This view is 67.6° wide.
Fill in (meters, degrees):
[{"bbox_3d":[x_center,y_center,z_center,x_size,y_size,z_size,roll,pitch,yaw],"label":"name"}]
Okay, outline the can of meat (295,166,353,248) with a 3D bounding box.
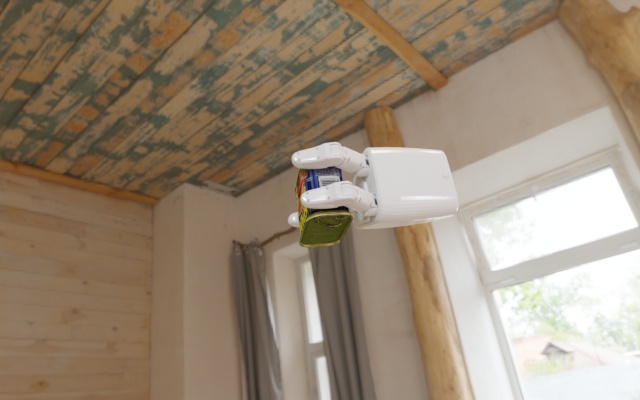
[{"bbox_3d":[0.000,0.002,0.605,0.057,0.084,0.102,-3,-26,-11],"label":"can of meat"}]
